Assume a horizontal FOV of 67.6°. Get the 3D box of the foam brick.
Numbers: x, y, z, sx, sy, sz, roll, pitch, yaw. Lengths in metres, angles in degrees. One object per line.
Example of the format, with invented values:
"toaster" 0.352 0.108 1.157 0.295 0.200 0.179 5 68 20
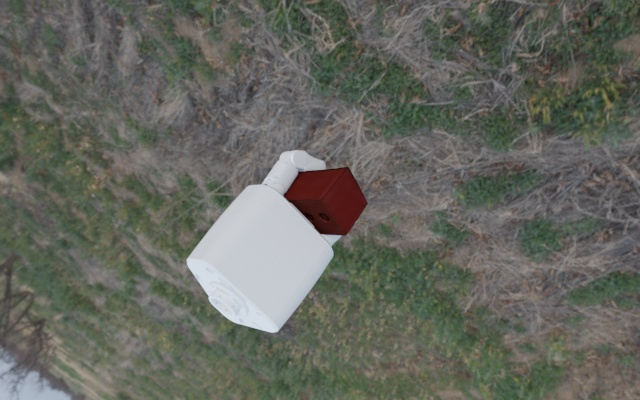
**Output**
"foam brick" 0.000 0.002 0.512 0.078 0.053 0.051 -2 40 44
